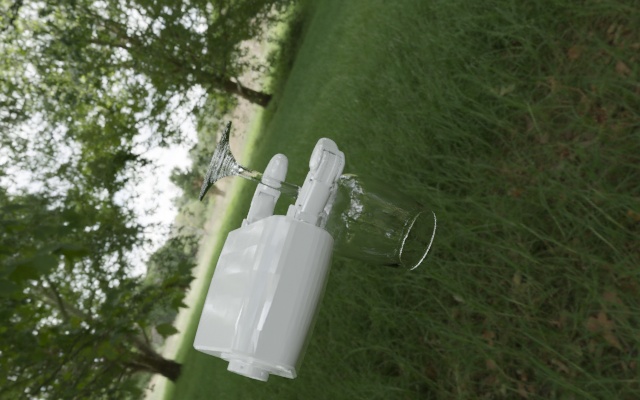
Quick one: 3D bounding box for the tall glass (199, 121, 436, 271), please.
[{"bbox_3d":[-0.001,0.001,0.428,0.201,0.079,0.079,21,-4,-11],"label":"tall glass"}]
